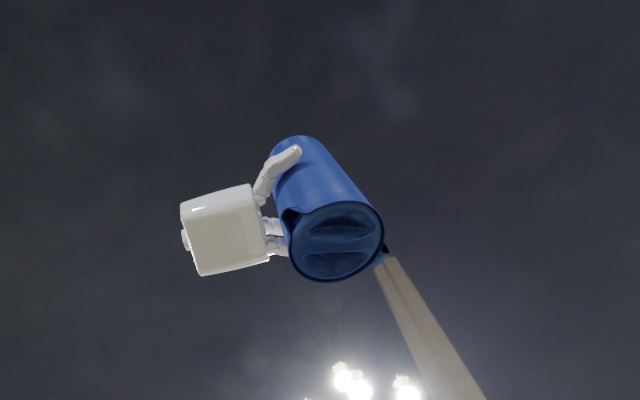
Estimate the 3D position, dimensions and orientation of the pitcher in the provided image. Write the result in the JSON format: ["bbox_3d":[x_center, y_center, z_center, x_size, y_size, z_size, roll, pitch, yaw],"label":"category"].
[{"bbox_3d":[0.000,0.002,0.719,0.145,0.149,0.242,-17,35,-7],"label":"pitcher"}]
